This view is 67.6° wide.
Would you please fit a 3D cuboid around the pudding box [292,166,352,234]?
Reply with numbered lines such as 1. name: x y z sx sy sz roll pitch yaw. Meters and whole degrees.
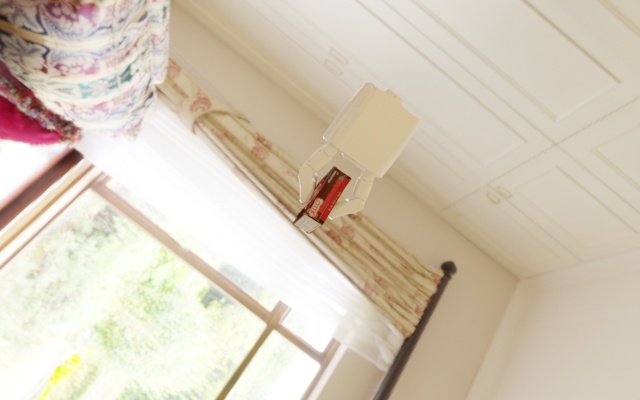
1. pudding box: 0.000 0.003 0.762 0.039 0.090 0.113 34 -16 -2
